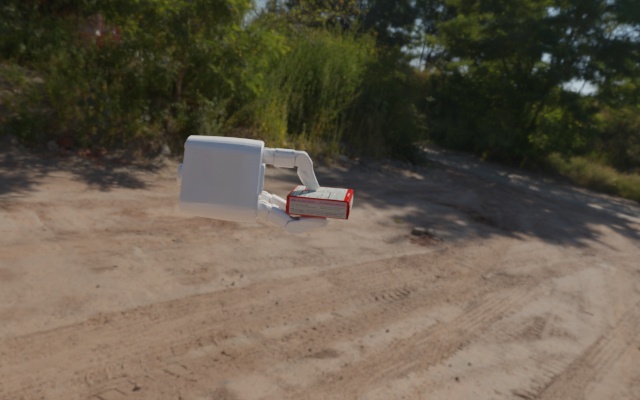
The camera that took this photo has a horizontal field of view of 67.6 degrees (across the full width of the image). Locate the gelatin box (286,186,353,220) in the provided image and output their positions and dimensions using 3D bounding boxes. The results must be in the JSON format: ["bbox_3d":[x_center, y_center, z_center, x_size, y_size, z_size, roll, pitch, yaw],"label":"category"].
[{"bbox_3d":[0.000,0.002,0.689,0.089,0.030,0.073,4,14,7],"label":"gelatin box"}]
